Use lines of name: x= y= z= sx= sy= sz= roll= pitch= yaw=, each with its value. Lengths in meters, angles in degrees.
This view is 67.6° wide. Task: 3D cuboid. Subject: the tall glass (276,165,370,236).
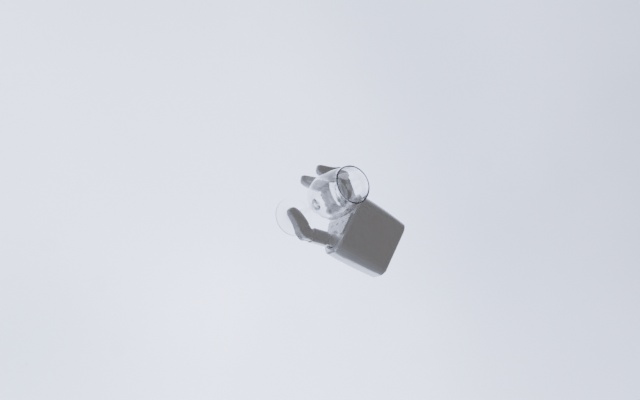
tall glass: x=0.000 y=0.003 z=0.810 sx=0.079 sy=0.079 sz=0.201 roll=0 pitch=-16 yaw=-31
